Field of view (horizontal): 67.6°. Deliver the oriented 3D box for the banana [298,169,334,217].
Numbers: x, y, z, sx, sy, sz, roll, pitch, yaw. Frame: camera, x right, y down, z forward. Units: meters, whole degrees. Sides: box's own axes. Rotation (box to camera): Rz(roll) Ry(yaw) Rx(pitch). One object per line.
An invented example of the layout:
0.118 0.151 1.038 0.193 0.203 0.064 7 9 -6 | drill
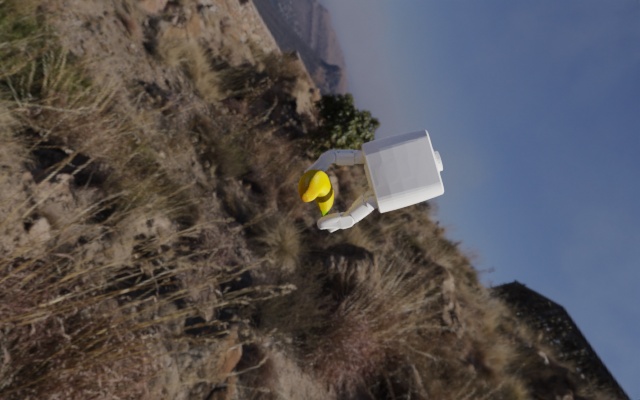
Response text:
-0.003 -0.015 0.747 0.037 0.069 0.198 -14 -14 8 | banana
